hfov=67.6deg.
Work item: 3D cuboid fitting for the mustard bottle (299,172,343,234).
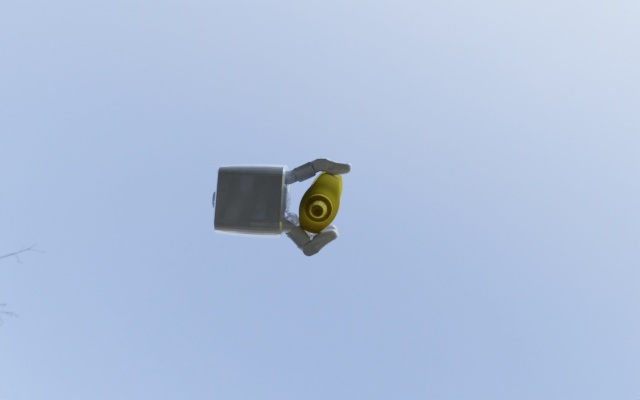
[{"bbox_3d":[0.000,0.003,0.754,0.058,0.096,0.191,26,8,0],"label":"mustard bottle"}]
